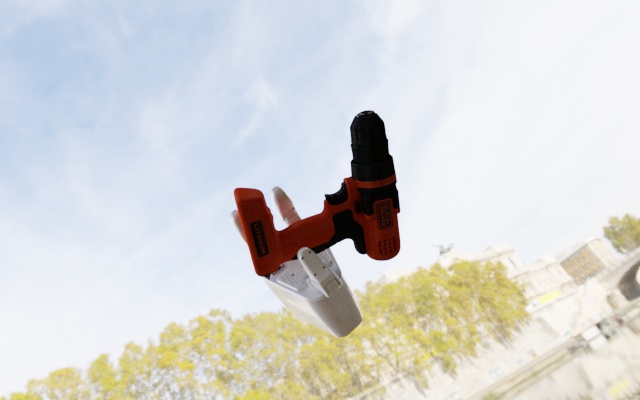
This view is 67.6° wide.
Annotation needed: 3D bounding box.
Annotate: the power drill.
[{"bbox_3d":[0.000,0.002,0.549,0.187,0.184,0.057,-13,20,-8],"label":"power drill"}]
